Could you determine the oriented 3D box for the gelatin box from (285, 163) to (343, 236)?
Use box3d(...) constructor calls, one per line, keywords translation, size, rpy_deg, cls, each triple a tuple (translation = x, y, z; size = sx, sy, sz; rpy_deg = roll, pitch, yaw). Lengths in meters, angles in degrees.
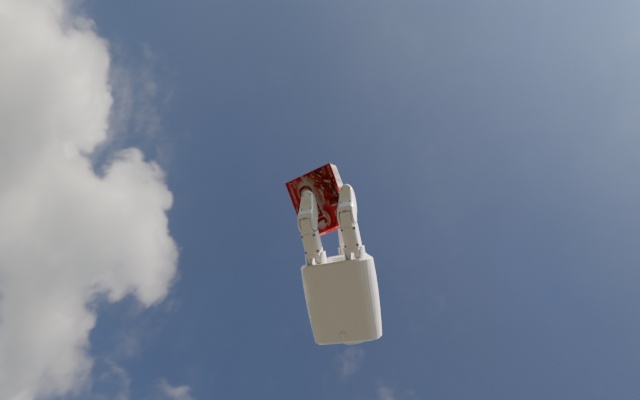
box3d(translation=(0.000, 0.002, 0.674), size=(0.073, 0.089, 0.030), rpy_deg=(-24, -12, 17), cls="gelatin box")
